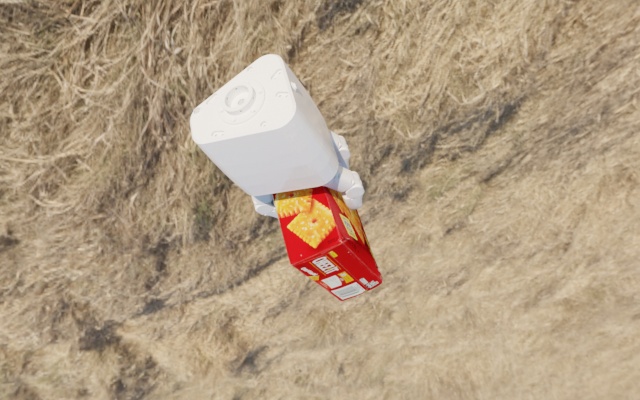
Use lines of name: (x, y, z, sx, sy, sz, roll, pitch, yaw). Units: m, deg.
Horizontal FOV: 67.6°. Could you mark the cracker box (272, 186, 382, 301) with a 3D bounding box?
cracker box: (0.000, 0.002, 0.609, 0.072, 0.213, 0.164, -24, -32, 12)
